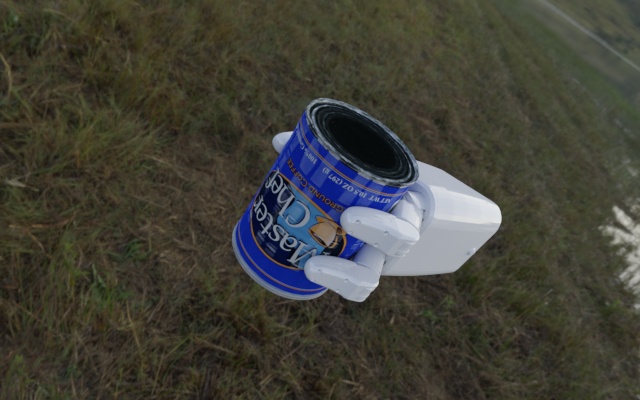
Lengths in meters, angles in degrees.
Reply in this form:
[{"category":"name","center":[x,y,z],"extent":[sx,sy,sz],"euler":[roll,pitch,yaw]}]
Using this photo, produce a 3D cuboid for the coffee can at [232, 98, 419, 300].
[{"category":"coffee can","center":[0.000,0.001,0.404],"extent":[0.103,0.102,0.140],"euler":[0,-44,-43]}]
